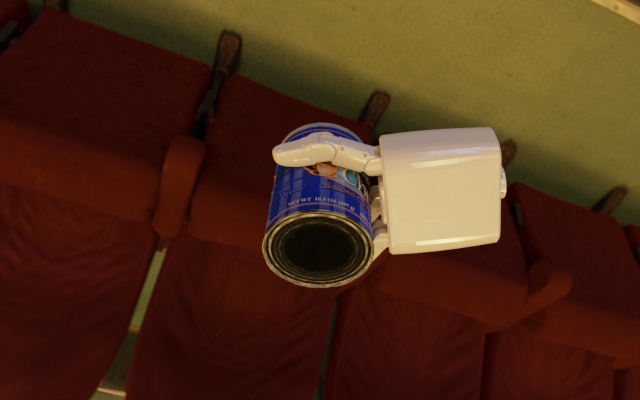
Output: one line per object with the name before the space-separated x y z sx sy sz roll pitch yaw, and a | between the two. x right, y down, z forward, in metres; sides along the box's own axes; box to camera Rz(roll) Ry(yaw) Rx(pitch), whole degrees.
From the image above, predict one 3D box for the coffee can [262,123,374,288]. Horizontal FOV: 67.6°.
coffee can | 0.000 0.001 0.485 0.103 0.103 0.140 0 41 3
